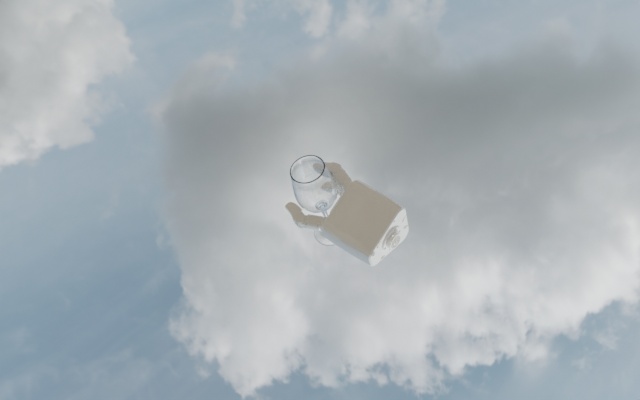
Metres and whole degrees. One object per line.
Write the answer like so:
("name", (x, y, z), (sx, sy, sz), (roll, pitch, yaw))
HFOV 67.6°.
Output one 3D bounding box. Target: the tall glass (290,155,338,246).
("tall glass", (0.000, 0.003, 0.886), (0.079, 0.079, 0.201), (0, -35, 16))
